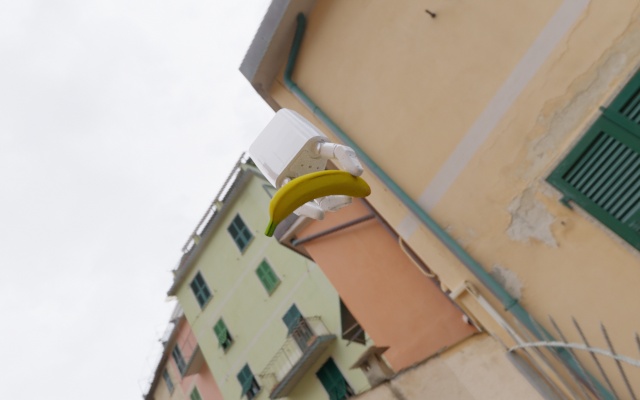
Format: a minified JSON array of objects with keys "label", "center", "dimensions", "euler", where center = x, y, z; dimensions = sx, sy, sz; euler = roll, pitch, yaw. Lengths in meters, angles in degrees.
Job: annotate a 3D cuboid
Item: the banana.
[{"label":"banana","center":[-0.001,-0.012,0.697],"dimensions":[0.198,0.070,0.037],"euler":[-20,44,-31]}]
